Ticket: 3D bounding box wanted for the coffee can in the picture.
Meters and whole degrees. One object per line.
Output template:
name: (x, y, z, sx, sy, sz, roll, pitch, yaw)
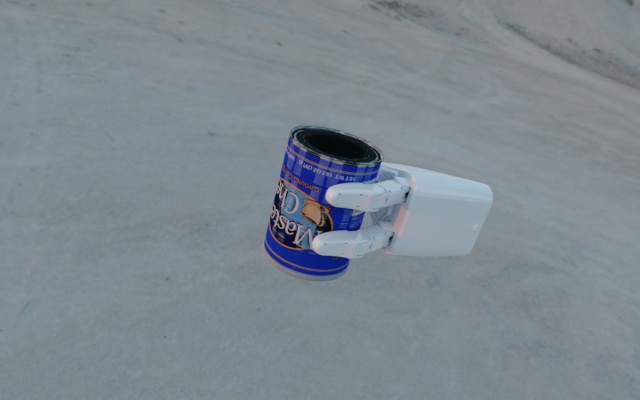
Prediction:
coffee can: (0.000, 0.002, 0.525, 0.103, 0.140, 0.102, 13, 24, -6)
